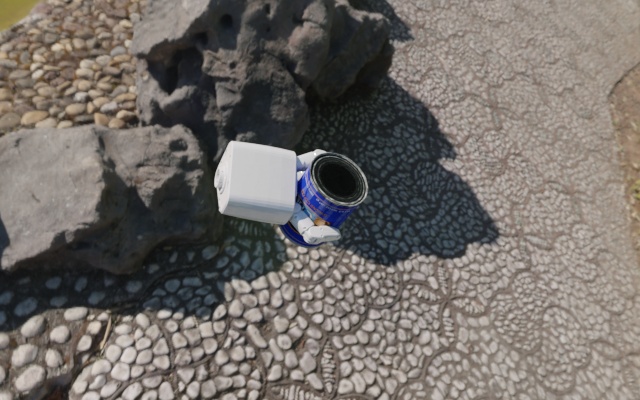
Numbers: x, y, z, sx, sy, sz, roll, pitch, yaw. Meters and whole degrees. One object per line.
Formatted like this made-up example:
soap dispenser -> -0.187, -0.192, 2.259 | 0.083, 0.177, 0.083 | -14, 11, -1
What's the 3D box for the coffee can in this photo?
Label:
coffee can -> 0.000, 0.003, 0.792 | 0.103, 0.102, 0.140 | 0, -32, -30
